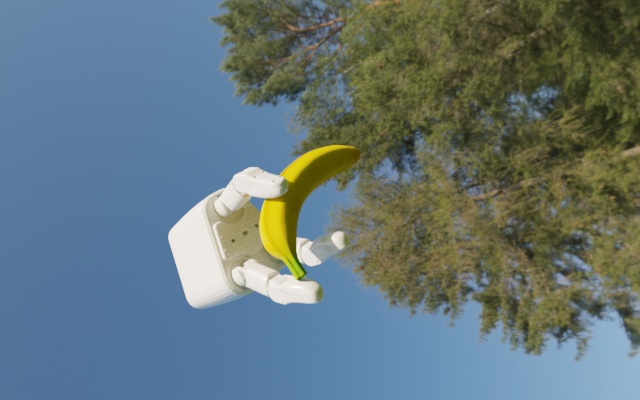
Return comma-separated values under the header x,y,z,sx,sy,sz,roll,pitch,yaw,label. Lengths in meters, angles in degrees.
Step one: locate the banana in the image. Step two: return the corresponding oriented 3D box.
x,y,z,sx,sy,sz,roll,pitch,yaw,label
-0.015,-0.008,0.501,0.069,0.197,0.037,39,-42,-14,banana
